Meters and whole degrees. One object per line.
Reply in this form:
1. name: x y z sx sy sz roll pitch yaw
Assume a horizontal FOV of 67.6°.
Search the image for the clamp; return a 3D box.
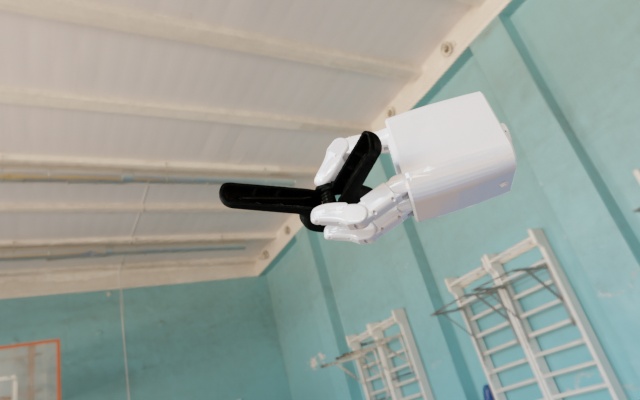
1. clamp: 0.000 0.001 0.522 0.164 0.036 0.210 -15 -24 10
